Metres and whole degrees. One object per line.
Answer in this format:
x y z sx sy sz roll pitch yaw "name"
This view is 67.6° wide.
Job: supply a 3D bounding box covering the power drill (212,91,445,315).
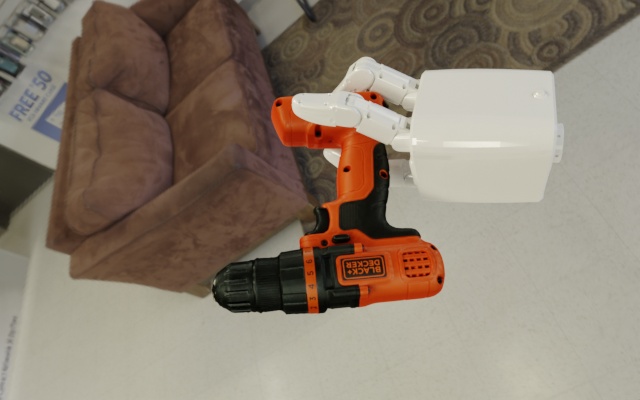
0.000 0.001 0.408 0.184 0.187 0.057 -4 -21 -4 "power drill"
